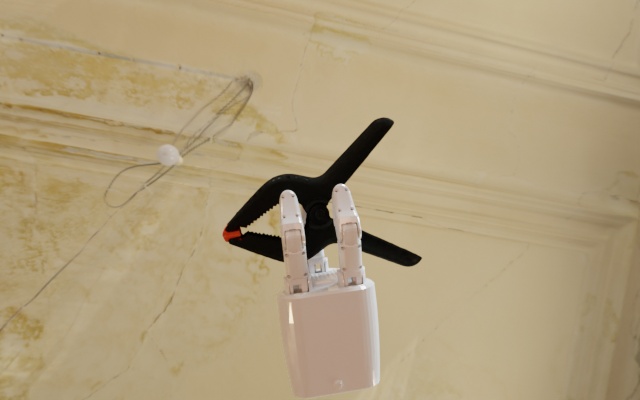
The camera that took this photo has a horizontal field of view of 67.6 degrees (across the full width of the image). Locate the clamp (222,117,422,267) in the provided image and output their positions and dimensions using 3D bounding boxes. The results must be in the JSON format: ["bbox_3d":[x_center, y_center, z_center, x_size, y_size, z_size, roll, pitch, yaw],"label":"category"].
[{"bbox_3d":[-0.001,0.002,0.508,0.210,0.164,0.036,-7,4,-8],"label":"clamp"}]
